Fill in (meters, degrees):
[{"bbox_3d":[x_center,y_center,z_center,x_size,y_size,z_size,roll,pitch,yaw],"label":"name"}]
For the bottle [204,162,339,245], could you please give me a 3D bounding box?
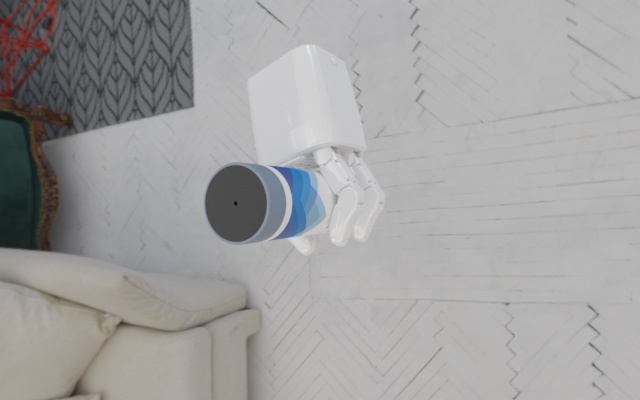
[{"bbox_3d":[0.000,0.002,0.512,0.069,0.069,0.296,0,0,28],"label":"bottle"}]
